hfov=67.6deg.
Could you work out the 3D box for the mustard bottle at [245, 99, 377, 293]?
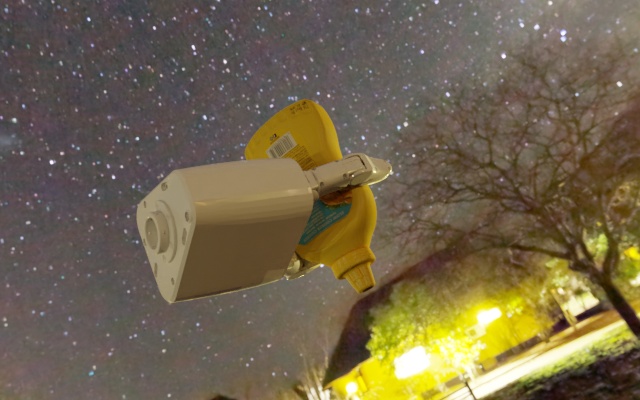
[{"bbox_3d":[0.000,0.001,0.465,0.096,0.191,0.058,-36,-23,20],"label":"mustard bottle"}]
